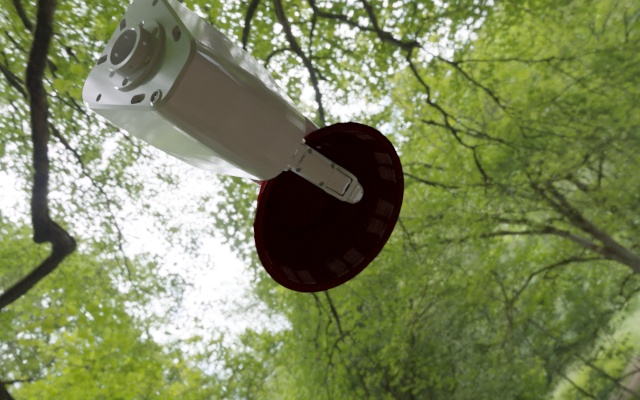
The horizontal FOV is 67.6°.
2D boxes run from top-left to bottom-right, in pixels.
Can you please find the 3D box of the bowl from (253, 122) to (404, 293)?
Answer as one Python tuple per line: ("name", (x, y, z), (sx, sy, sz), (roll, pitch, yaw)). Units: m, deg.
("bowl", (0.000, 0.002, 0.443), (0.162, 0.162, 0.055), (0, 20, -36))
